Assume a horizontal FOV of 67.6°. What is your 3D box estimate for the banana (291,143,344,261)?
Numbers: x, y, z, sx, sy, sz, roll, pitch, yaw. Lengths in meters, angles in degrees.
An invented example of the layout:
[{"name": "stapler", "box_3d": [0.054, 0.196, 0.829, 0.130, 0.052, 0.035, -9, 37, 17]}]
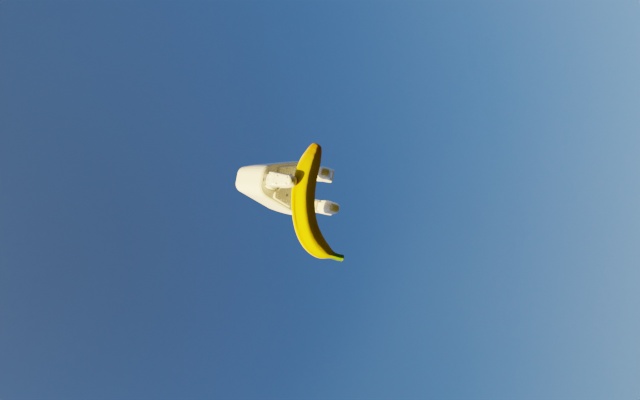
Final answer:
[{"name": "banana", "box_3d": [-0.015, 0.011, 0.762, 0.069, 0.198, 0.037, -17, 12, -30]}]
